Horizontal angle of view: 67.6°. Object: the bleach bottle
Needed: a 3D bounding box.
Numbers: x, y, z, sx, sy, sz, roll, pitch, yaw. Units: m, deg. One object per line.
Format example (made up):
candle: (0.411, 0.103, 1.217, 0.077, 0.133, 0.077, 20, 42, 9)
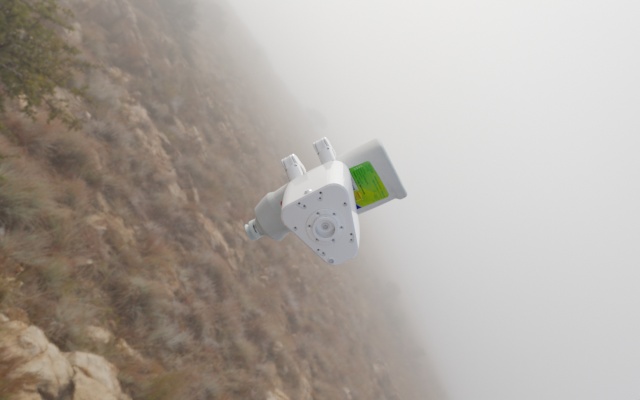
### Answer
bleach bottle: (0.000, 0.002, 0.744, 0.251, 0.102, 0.068, -27, 16, 11)
